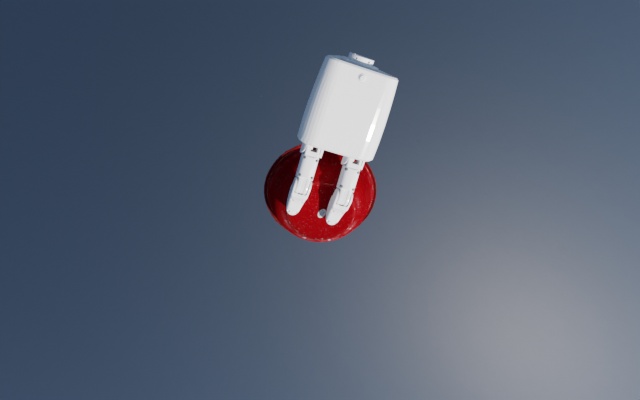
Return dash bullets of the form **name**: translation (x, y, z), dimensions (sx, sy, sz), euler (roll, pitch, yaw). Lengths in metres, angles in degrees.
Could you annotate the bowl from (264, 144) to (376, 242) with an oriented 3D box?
- **bowl**: translation (0.000, 0.004, 0.664), dimensions (0.162, 0.162, 0.055), euler (0, 31, -1)
